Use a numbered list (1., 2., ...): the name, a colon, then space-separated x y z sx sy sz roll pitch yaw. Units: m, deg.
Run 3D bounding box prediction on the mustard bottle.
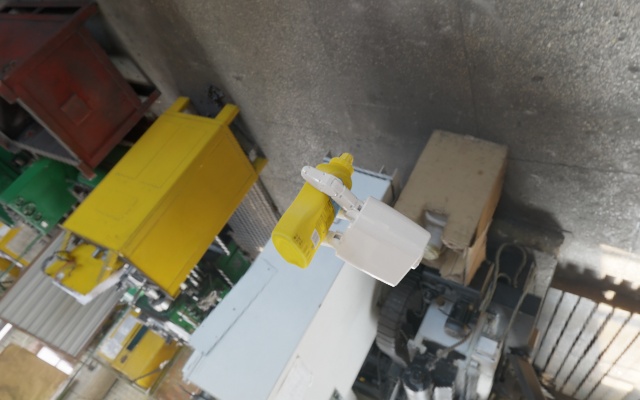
1. mustard bottle: 0.000 0.002 0.723 0.058 0.191 0.096 18 -29 26
